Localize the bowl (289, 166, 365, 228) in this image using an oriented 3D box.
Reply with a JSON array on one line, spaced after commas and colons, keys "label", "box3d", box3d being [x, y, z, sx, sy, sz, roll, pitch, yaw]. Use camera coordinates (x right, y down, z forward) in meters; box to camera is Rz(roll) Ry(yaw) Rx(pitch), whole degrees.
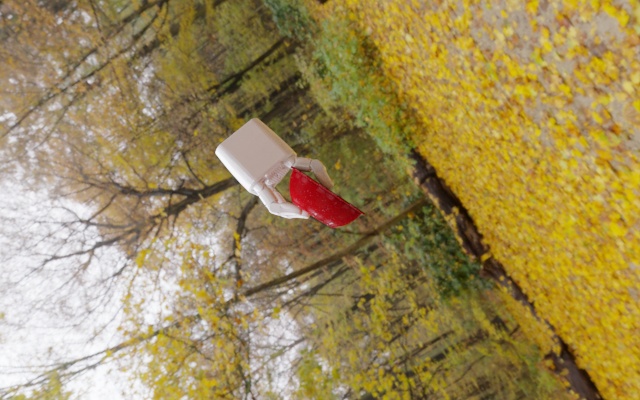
[{"label": "bowl", "box3d": [0.001, 0.004, 0.866, 0.162, 0.055, 0.162, 32, 1, 0]}]
